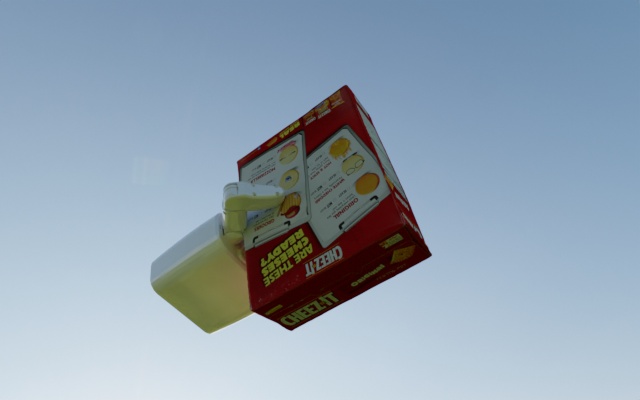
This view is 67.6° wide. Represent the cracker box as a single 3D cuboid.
[{"bbox_3d":[0.000,0.001,0.499,0.164,0.213,0.072,-32,-46,17],"label":"cracker box"}]
